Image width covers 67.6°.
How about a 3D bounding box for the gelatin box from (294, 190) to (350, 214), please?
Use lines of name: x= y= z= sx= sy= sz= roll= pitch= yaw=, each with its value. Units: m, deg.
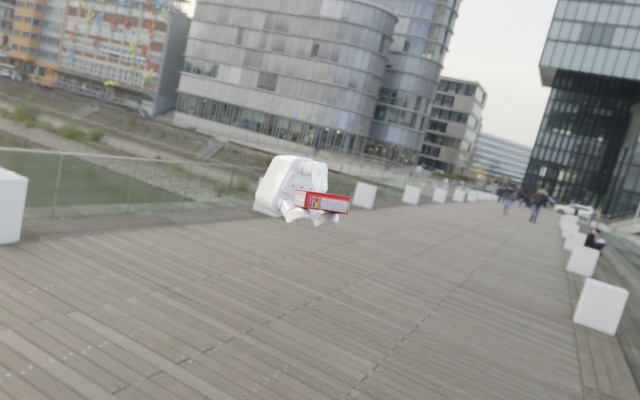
gelatin box: x=0.000 y=0.002 z=0.782 sx=0.073 sy=0.030 sz=0.089 roll=9 pitch=-1 yaw=-15
